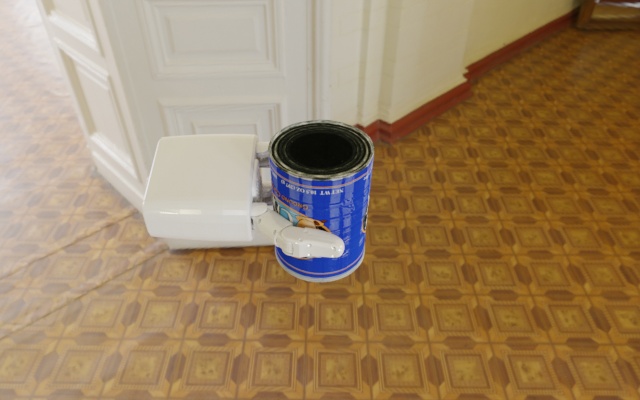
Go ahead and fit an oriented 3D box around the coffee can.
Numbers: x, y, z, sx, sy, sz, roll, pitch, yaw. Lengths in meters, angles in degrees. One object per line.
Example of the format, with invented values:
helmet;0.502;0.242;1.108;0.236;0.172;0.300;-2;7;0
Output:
coffee can;0.000;0.002;0.503;0.103;0.140;0.102;1;40;0
